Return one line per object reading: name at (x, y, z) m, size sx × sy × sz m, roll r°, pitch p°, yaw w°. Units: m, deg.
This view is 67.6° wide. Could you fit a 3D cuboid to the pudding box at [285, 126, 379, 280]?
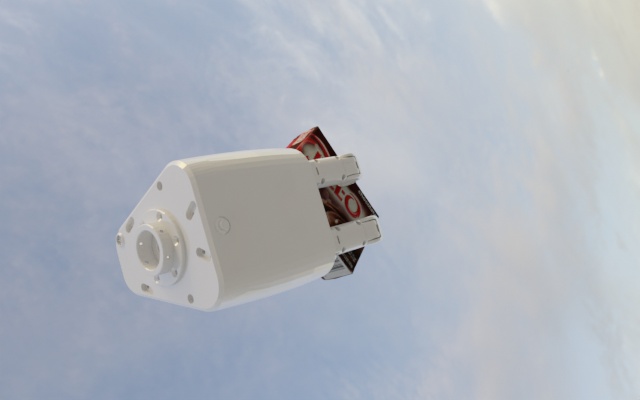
pudding box at (0.000, 0.001, 0.432) m, size 0.039 × 0.113 × 0.090 m, roll -21°, pitch 22°, yaw 35°
